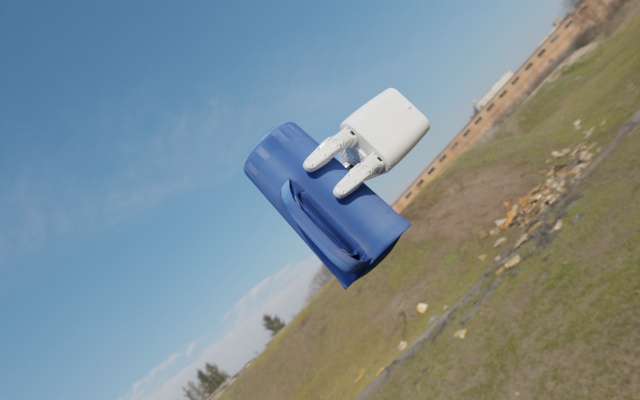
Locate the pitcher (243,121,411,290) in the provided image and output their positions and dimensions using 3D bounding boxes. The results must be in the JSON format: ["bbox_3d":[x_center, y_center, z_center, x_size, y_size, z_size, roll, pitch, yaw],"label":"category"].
[{"bbox_3d":[0.000,0.002,0.690,0.145,0.243,0.149,-41,-10,-23],"label":"pitcher"}]
